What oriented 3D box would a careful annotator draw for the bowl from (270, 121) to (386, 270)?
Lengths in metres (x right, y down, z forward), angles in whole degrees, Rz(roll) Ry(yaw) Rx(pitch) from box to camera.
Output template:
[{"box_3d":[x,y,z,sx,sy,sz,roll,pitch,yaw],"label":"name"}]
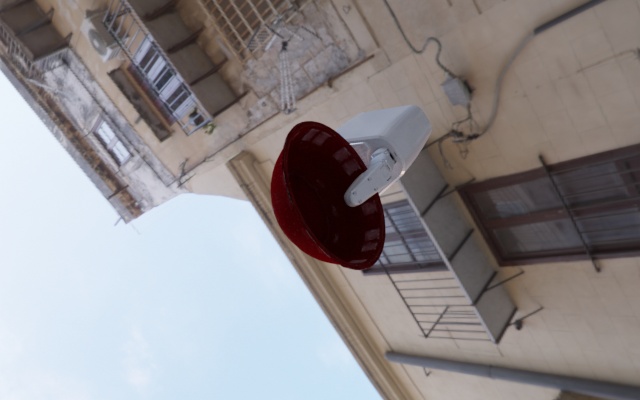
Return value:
[{"box_3d":[-0.001,0.002,0.496,0.055,0.162,0.162,-26,-15,33],"label":"bowl"}]
